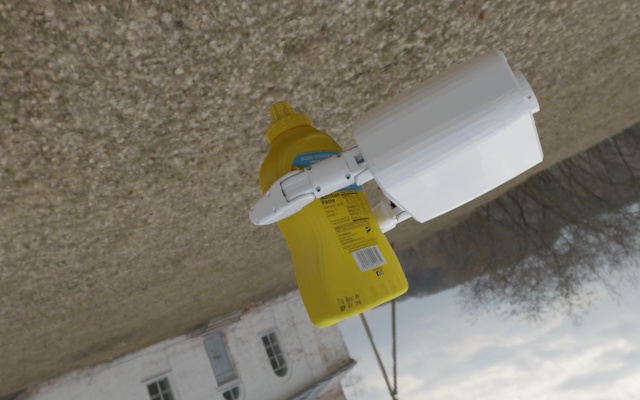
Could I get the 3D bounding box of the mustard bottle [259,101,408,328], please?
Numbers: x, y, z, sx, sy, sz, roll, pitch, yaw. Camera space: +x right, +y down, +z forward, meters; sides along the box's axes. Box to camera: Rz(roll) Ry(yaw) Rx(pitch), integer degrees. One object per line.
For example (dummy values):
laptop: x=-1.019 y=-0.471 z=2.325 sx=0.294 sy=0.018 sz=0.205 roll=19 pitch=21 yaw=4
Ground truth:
mustard bottle: x=0.000 y=0.002 z=0.401 sx=0.096 sy=0.191 sz=0.058 roll=-10 pitch=-18 yaw=-45
